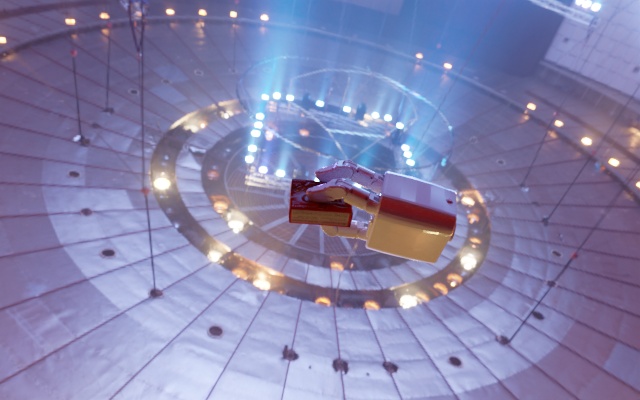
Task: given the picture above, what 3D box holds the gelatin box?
[{"bbox_3d":[0.000,0.003,0.687,0.089,0.030,0.073,4,37,-4],"label":"gelatin box"}]
